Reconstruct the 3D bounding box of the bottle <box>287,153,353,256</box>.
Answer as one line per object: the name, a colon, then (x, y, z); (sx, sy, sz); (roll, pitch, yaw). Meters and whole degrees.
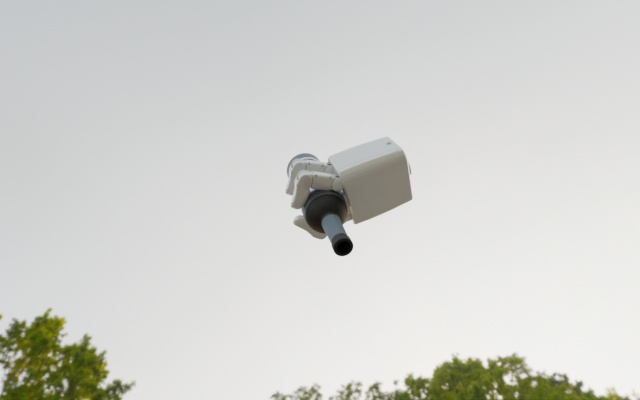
bottle: (0.000, 0.002, 0.755); (0.069, 0.069, 0.295); (0, 24, -13)
